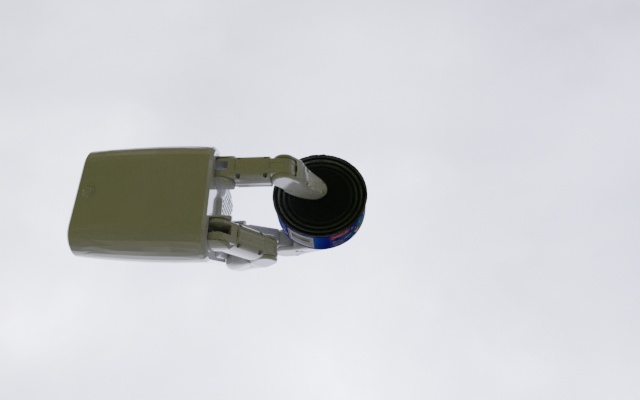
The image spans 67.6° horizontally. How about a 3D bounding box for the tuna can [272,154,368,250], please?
[{"bbox_3d":[0.000,0.002,0.444,0.086,0.086,0.034,0,-29,3],"label":"tuna can"}]
